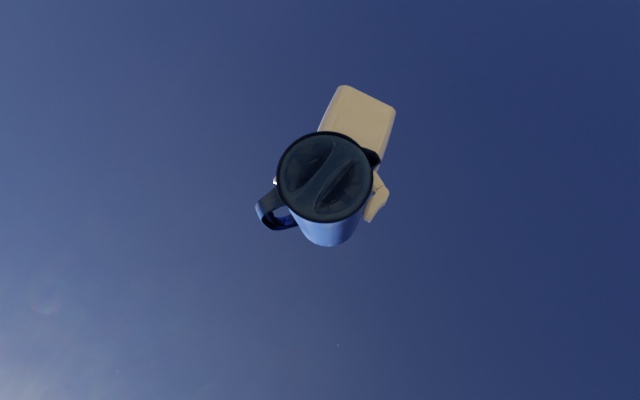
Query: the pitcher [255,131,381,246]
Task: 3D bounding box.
[{"bbox_3d":[0.000,0.002,0.754,0.149,0.145,0.243,18,-15,7],"label":"pitcher"}]
